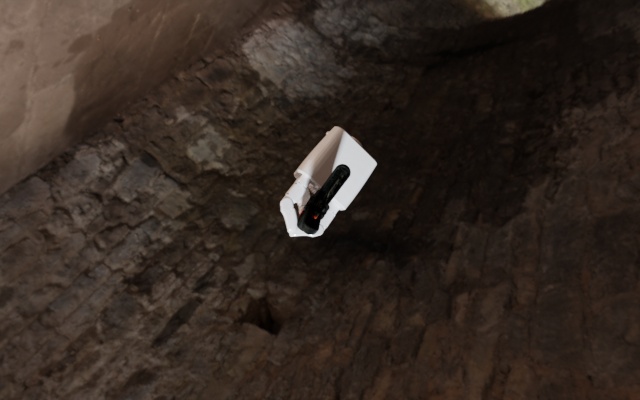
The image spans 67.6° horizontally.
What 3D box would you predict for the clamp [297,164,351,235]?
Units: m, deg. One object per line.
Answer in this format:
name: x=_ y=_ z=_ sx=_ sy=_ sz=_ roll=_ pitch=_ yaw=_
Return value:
clamp: x=0.001 y=0.003 z=0.769 sx=0.039 sy=0.120 sz=0.171 roll=38 pitch=-9 yaw=-6
